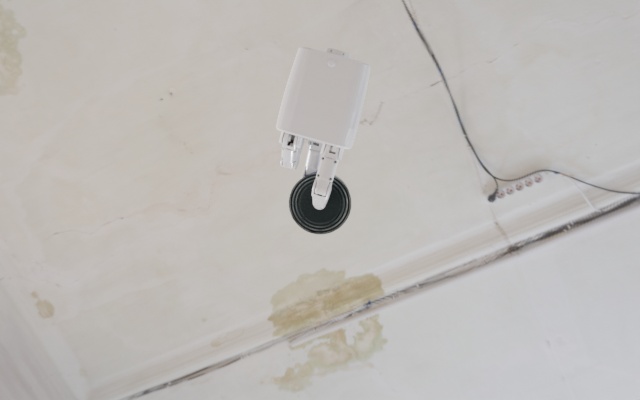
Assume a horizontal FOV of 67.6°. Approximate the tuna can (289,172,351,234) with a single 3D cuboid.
[{"bbox_3d":[0.000,0.002,0.668,0.086,0.086,0.033,0,8,3],"label":"tuna can"}]
